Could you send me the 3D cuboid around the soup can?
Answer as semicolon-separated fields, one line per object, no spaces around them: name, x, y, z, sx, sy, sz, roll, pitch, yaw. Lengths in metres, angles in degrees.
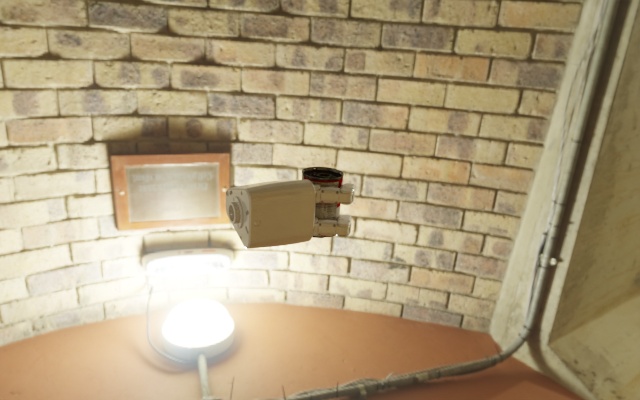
soup can;0.000;0.003;0.779;0.068;0.102;0.068;4;19;-1
